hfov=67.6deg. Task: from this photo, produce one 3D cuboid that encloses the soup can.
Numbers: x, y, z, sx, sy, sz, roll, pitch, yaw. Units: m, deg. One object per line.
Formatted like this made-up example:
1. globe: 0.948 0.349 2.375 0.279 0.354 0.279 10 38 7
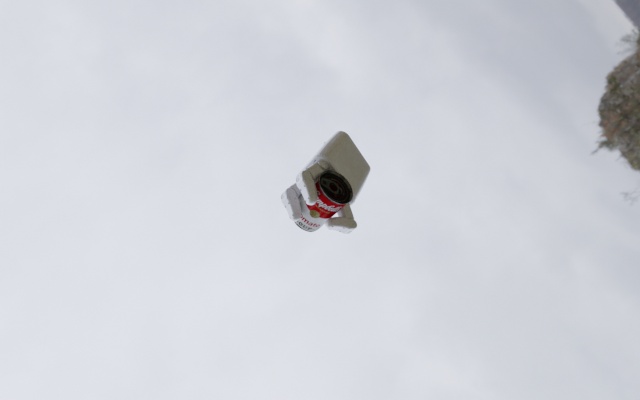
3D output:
1. soup can: 0.000 0.003 0.836 0.068 0.068 0.102 0 -31 -38
